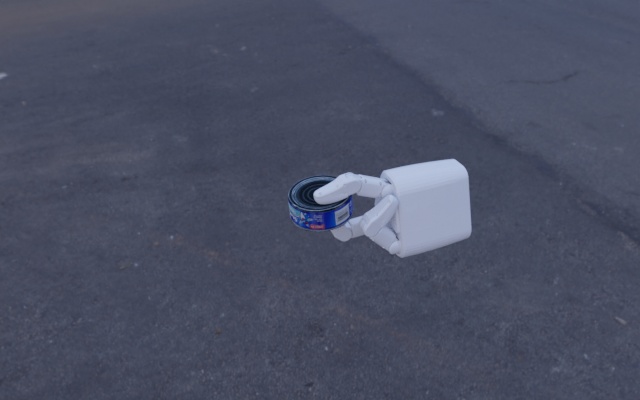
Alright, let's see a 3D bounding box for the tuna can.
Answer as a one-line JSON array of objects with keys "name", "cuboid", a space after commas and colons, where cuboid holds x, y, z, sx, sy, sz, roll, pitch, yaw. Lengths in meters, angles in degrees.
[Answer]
[{"name": "tuna can", "cuboid": [0.000, 0.002, 0.631, 0.086, 0.034, 0.086, -4, 35, 3]}]
